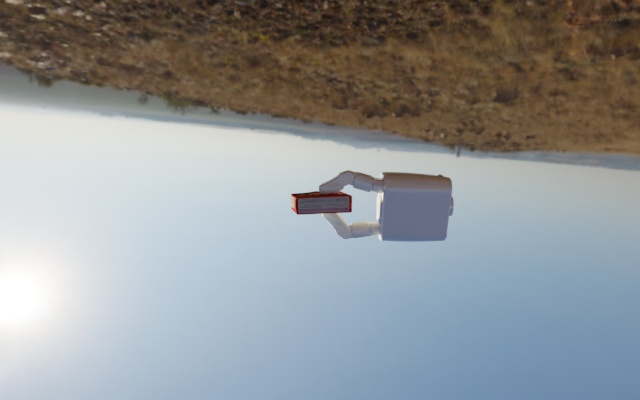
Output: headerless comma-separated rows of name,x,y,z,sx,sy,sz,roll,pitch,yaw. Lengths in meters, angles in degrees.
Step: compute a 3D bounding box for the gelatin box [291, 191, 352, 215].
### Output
gelatin box,0.000,0.003,0.766,0.089,0.030,0.073,-3,7,-9
